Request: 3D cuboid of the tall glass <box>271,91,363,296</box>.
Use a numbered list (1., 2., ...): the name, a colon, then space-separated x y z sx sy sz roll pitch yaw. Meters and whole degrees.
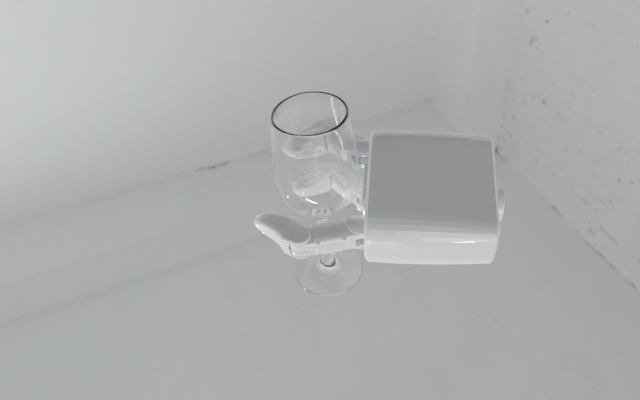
1. tall glass: 0.000 0.002 0.444 0.079 0.201 0.079 -4 45 4
